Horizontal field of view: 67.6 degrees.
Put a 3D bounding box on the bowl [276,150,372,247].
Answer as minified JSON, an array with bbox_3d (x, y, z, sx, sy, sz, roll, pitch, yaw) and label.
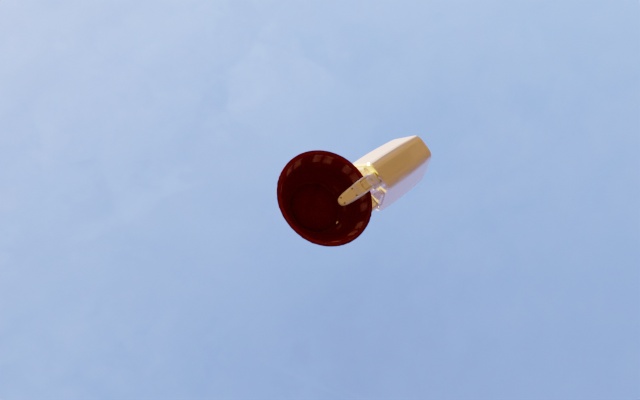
[{"bbox_3d":[-0.001,0.003,0.771,0.162,0.162,0.055,0,-19,-22],"label":"bowl"}]
